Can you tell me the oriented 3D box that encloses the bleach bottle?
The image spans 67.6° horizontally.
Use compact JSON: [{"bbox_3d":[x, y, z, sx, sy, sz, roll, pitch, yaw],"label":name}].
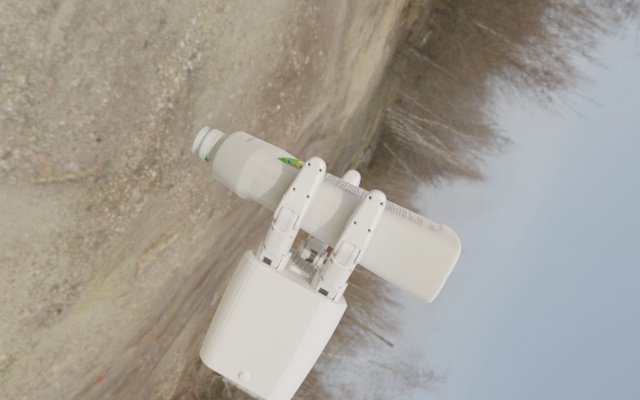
[{"bbox_3d":[0.000,0.001,0.444,0.251,0.068,0.102,28,8,4],"label":"bleach bottle"}]
